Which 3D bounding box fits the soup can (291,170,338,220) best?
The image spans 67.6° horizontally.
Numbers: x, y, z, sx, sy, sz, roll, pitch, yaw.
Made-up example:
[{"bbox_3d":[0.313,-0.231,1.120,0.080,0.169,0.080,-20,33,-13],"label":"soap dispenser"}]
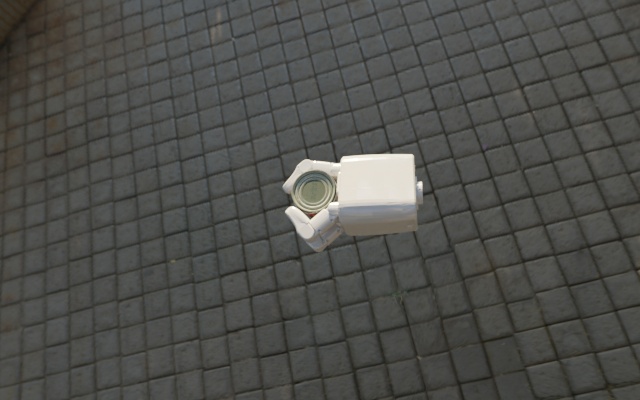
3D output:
[{"bbox_3d":[0.000,0.002,0.724,0.068,0.068,0.102,0,-19,12],"label":"soup can"}]
